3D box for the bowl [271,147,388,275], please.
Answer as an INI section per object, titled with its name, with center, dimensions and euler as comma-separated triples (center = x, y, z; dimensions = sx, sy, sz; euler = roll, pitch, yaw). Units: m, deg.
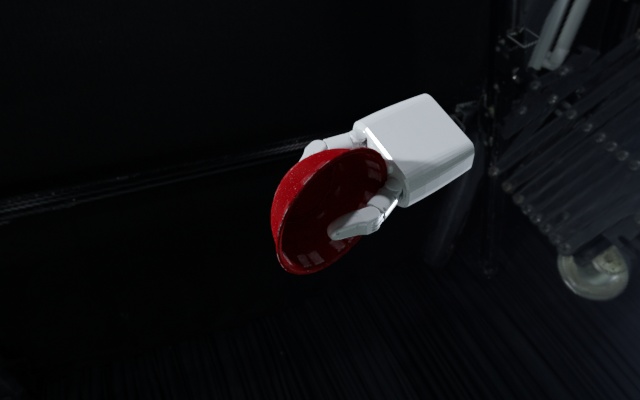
[bowl]
center = -0.001, 0.002, 0.530
dimensions = 0.055, 0.162, 0.162
euler = 38, 23, 33
